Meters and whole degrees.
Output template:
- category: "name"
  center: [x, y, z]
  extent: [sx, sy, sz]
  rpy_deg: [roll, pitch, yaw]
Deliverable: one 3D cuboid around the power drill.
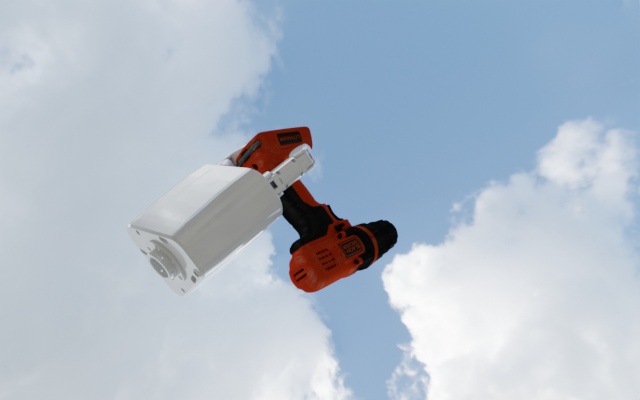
- category: "power drill"
  center: [0.000, 0.002, 0.562]
  extent: [0.057, 0.187, 0.184]
  rpy_deg: [-43, -15, 35]
